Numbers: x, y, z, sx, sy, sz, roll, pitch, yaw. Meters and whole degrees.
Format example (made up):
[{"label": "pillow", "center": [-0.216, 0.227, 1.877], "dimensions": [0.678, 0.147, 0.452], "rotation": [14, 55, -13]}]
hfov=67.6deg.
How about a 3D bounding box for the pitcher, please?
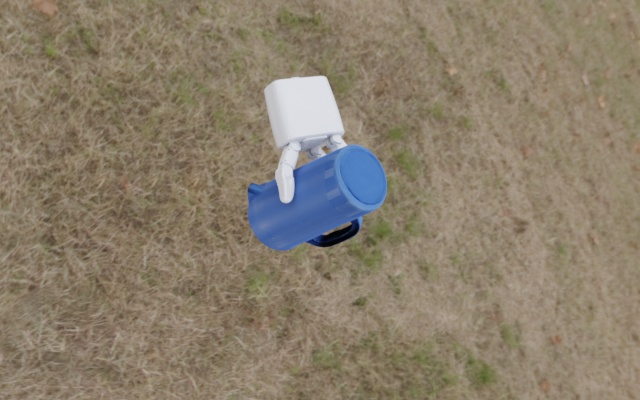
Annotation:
[{"label": "pitcher", "center": [0.000, 0.002, 0.810], "dimensions": [0.149, 0.145, 0.243], "rotation": [-7, -11, -42]}]
